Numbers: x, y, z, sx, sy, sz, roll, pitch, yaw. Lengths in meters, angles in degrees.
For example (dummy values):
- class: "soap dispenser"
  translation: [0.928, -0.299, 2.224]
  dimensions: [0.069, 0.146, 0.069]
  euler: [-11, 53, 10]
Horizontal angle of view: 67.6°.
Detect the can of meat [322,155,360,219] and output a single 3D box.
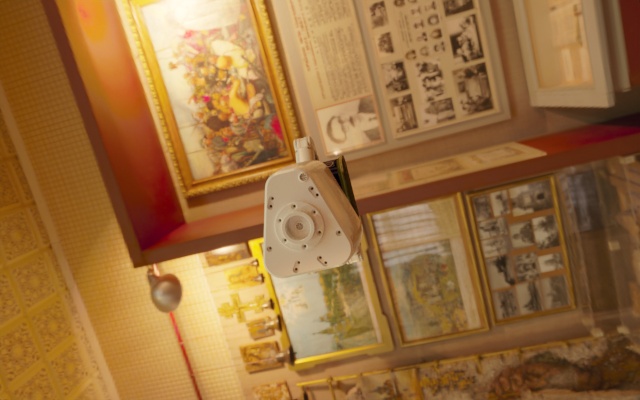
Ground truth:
- class: "can of meat"
  translation: [0.000, 0.002, 0.610]
  dimensions: [0.084, 0.102, 0.057]
  euler: [-13, 8, 9]
